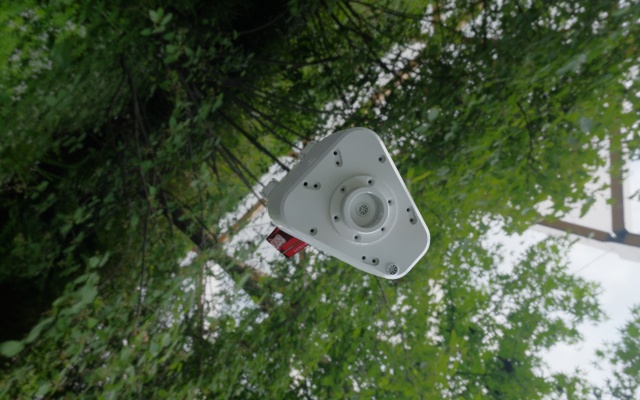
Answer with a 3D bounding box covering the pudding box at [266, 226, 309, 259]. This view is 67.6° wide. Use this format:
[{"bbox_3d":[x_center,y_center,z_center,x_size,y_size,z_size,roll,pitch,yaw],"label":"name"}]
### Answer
[{"bbox_3d":[0.000,0.002,0.505,0.113,0.039,0.090,-49,7,-34],"label":"pudding box"}]
